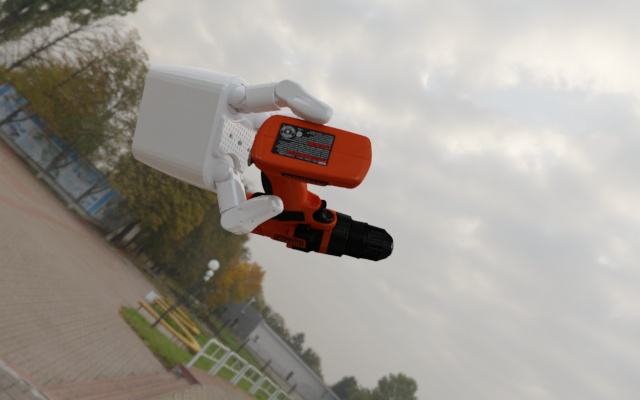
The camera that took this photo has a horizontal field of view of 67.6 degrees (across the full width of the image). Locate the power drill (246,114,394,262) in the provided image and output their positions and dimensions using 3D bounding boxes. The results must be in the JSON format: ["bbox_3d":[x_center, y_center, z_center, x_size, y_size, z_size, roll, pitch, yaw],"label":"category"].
[{"bbox_3d":[0.000,0.001,0.492,0.184,0.057,0.188,13,-30,1],"label":"power drill"}]
